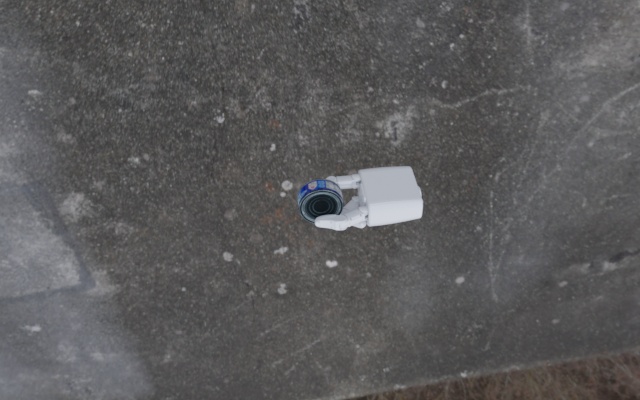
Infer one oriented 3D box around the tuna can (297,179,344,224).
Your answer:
[{"bbox_3d":[0.000,0.003,0.895,0.086,0.086,0.033,0,39,-7],"label":"tuna can"}]
